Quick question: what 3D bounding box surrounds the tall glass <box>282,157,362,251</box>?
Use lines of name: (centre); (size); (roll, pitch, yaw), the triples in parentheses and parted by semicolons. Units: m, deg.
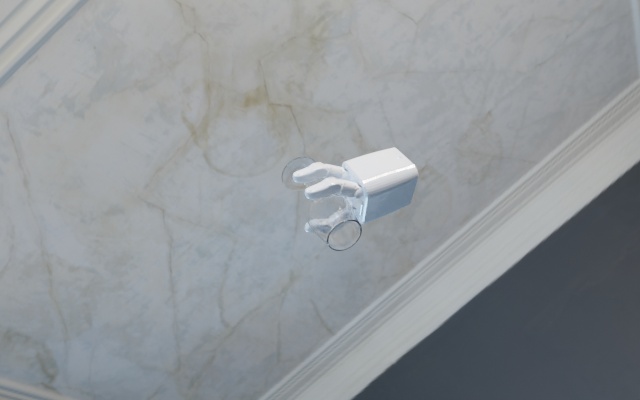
tall glass: (0.000, 0.002, 0.836); (0.079, 0.079, 0.201); (0, 33, -28)
